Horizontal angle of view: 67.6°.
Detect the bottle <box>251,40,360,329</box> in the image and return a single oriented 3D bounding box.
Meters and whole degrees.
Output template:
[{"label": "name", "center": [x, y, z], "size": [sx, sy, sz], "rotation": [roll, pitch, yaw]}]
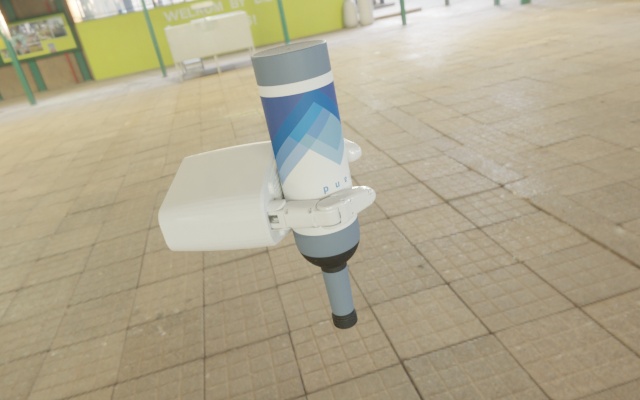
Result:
[{"label": "bottle", "center": [0.000, 0.001, 0.467], "size": [0.069, 0.296, 0.069], "rotation": [-10, 24, 4]}]
